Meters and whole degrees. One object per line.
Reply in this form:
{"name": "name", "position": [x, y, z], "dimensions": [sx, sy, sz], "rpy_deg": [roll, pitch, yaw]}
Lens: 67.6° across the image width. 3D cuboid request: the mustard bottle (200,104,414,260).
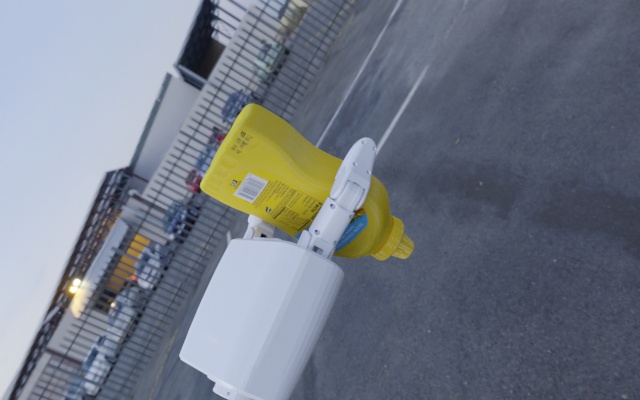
{"name": "mustard bottle", "position": [0.000, 0.001, 0.412], "dimensions": [0.191, 0.058, 0.096], "rpy_deg": [29, -45, -15]}
